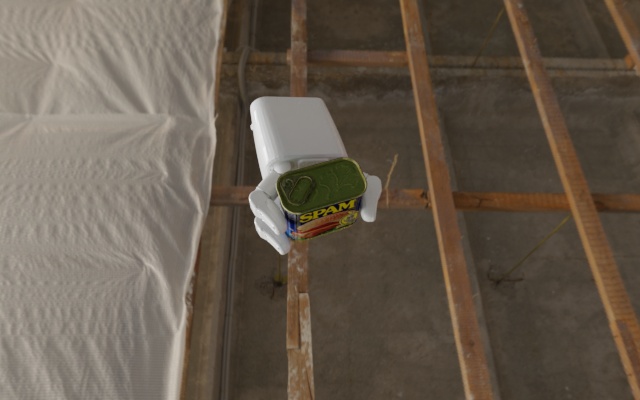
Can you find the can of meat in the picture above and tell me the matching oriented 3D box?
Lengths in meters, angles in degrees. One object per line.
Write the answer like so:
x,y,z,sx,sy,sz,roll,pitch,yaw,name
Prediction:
0.000,0.002,0.579,0.102,0.057,0.084,-16,-28,-11,can of meat
